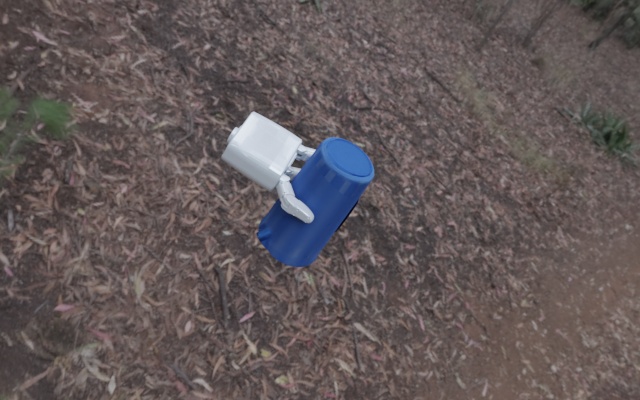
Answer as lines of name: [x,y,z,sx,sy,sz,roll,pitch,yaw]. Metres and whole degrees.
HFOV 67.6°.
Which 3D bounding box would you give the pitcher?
pitcher: [0.000,0.003,0.887,0.145,0.243,0.149,33,37,-6]
